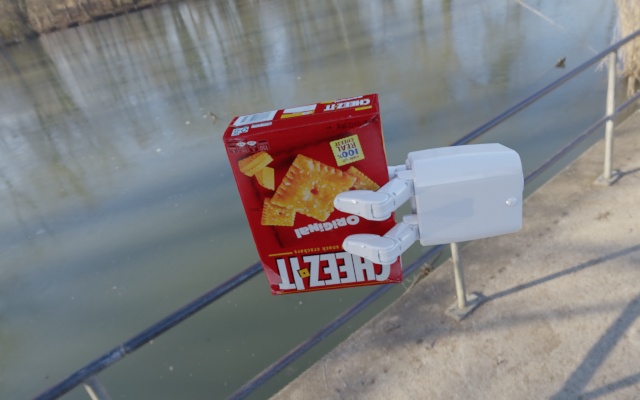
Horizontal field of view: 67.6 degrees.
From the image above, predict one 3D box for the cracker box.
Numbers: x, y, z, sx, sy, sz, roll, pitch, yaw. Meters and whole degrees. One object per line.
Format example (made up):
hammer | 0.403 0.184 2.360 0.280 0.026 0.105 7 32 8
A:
cracker box | 0.000 0.002 0.542 0.164 0.214 0.072 -7 29 10
